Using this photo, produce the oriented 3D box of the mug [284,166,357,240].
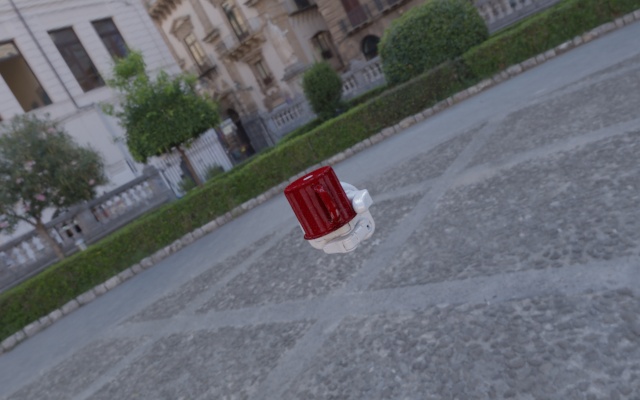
[{"bbox_3d":[0.000,0.002,0.701,0.093,0.081,0.117,-29,11,-7],"label":"mug"}]
